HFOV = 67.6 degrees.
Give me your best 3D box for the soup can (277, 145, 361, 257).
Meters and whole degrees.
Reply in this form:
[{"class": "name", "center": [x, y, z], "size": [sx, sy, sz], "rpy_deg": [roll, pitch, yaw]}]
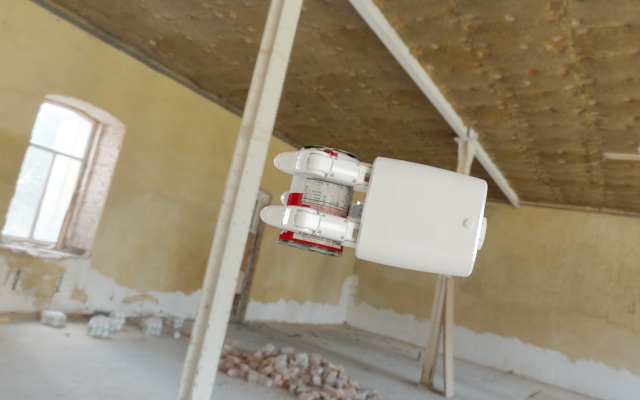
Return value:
[{"class": "soup can", "center": [0.000, 0.001, 0.492], "size": [0.068, 0.102, 0.068], "rpy_deg": [12, -8, 2]}]
